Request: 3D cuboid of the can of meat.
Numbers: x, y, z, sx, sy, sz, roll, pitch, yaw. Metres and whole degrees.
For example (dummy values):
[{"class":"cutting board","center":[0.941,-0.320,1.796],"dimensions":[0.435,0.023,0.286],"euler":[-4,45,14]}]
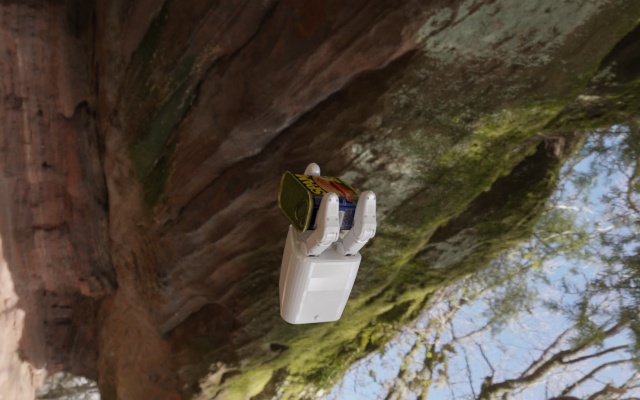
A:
[{"class":"can of meat","center":[0.000,0.002,0.644],"dimensions":[0.084,0.057,0.102],"euler":[3,22,-27]}]
